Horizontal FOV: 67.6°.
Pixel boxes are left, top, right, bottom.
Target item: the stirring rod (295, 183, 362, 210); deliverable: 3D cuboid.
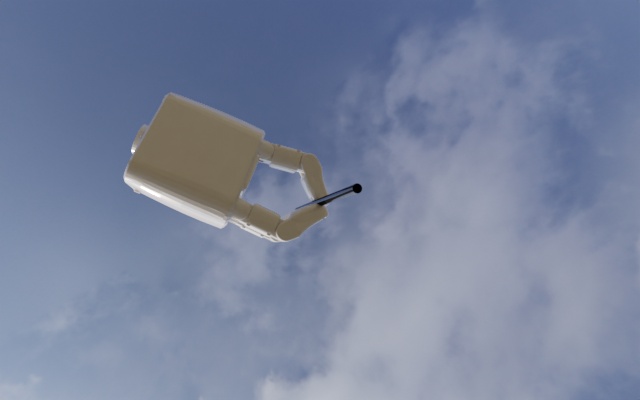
[{"bbox_3d":[0.000,0.002,0.488,0.011,0.011,0.239,0,-5,-14],"label":"stirring rod"}]
